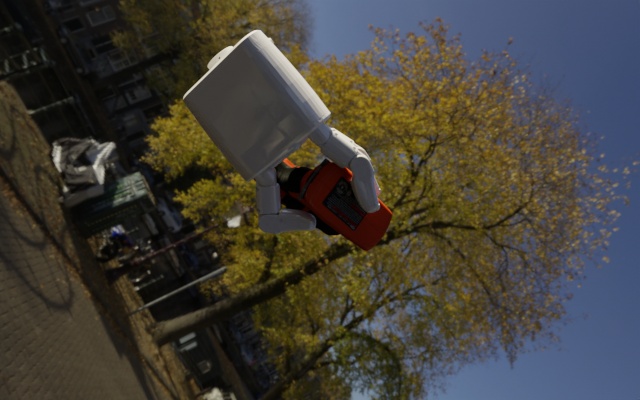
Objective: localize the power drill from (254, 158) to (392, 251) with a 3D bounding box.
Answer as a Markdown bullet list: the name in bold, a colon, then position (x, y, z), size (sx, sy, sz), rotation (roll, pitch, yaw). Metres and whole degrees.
- **power drill**: position (0.000, 0.002, 0.573), size (0.184, 0.057, 0.187), rotation (38, -10, -29)
